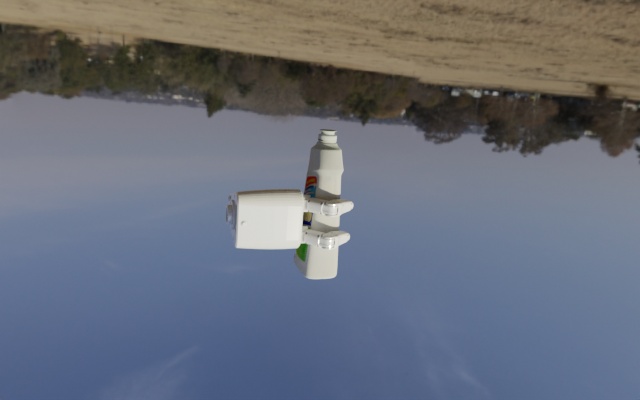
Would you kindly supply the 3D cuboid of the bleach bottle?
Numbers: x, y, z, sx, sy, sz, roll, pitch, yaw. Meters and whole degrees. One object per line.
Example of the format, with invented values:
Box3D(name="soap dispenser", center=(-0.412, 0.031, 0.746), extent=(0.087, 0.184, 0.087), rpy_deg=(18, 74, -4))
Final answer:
Box3D(name="bleach bottle", center=(0.000, 0.003, 0.827), extent=(0.068, 0.251, 0.102), rpy_deg=(0, 15, -18))
